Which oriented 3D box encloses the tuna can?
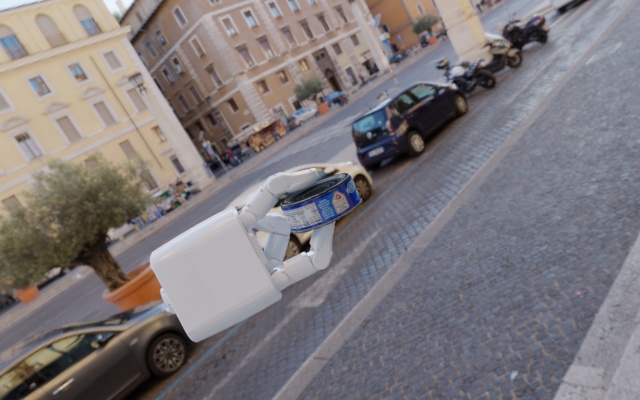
[{"bbox_3d":[0.000,0.001,0.524,0.086,0.034,0.086,-23,11,5],"label":"tuna can"}]
